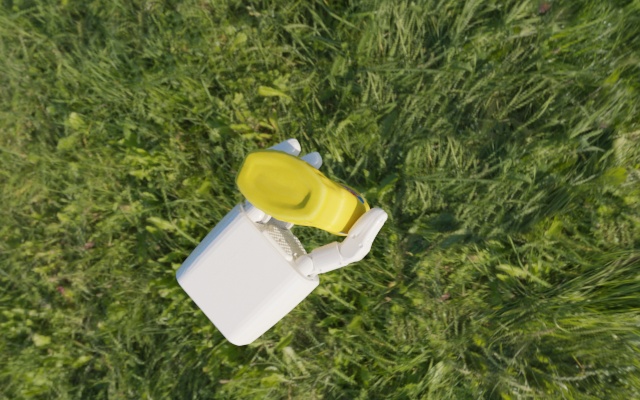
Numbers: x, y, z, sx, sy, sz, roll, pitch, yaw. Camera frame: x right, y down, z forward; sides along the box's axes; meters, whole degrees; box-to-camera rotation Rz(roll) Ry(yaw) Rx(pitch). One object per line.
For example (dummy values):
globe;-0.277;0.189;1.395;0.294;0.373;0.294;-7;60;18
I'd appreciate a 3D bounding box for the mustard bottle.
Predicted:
mustard bottle;0.000;0.001;0.499;0.096;0.058;0.192;24;0;26
